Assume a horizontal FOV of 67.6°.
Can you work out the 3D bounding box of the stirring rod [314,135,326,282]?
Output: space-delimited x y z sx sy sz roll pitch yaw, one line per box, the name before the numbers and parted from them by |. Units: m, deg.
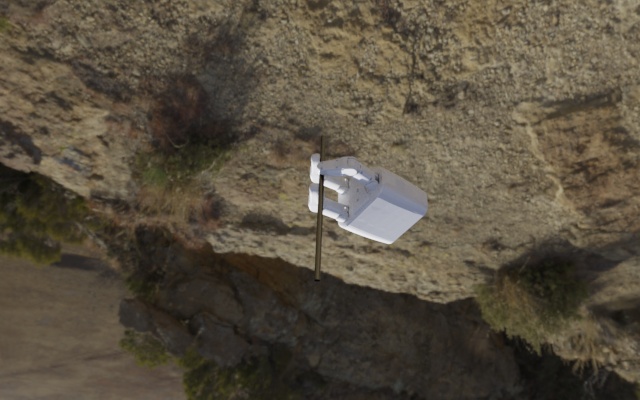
stirring rod | 0.000 0.002 0.688 0.011 0.239 0.011 2 -31 1
